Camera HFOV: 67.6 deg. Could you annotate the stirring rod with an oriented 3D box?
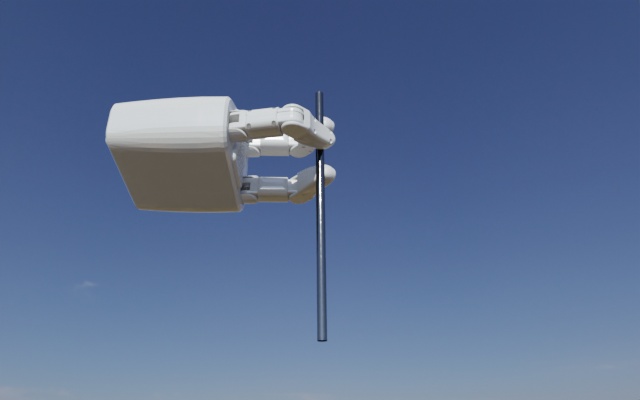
[{"bbox_3d":[0.000,0.001,0.424,0.011,0.239,0.011,-1,-26,0],"label":"stirring rod"}]
